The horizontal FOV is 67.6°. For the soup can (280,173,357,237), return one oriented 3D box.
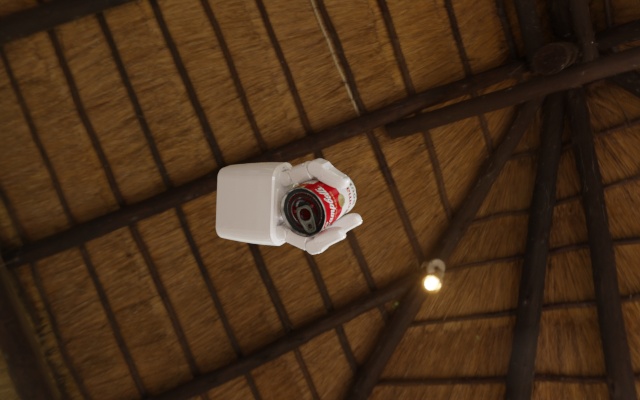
[{"bbox_3d":[0.001,0.002,0.660,0.068,0.068,0.102,0,16,29],"label":"soup can"}]
